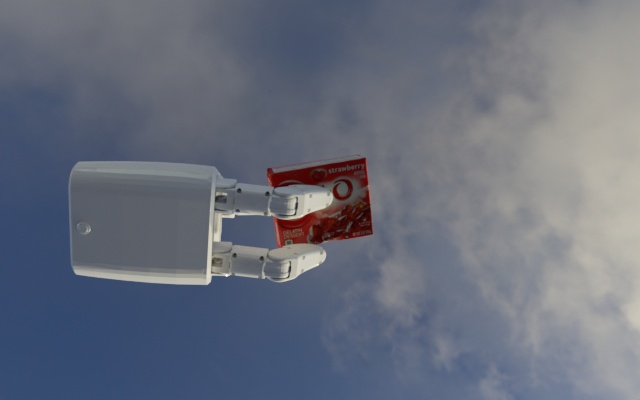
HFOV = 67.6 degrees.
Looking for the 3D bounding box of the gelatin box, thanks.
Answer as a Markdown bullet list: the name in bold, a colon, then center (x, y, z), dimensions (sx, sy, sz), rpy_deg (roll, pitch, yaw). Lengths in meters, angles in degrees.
- **gelatin box**: center (0.000, 0.001, 0.435), dimensions (0.089, 0.073, 0.030), rpy_deg (-10, 15, -10)
